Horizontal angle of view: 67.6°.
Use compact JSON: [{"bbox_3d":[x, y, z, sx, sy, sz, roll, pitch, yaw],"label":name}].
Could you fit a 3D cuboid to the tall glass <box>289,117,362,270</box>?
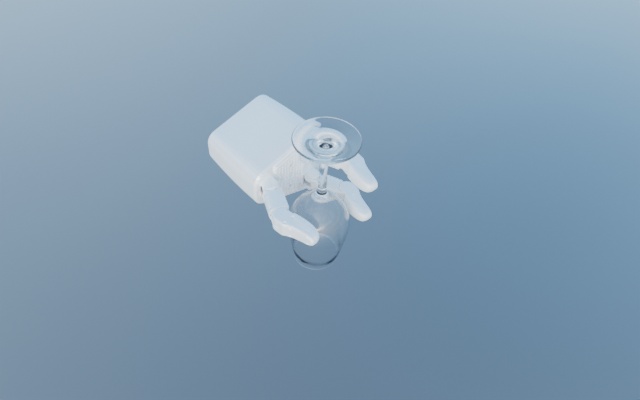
[{"bbox_3d":[0.000,0.002,0.571,0.079,0.079,0.201,0,-42,-5],"label":"tall glass"}]
